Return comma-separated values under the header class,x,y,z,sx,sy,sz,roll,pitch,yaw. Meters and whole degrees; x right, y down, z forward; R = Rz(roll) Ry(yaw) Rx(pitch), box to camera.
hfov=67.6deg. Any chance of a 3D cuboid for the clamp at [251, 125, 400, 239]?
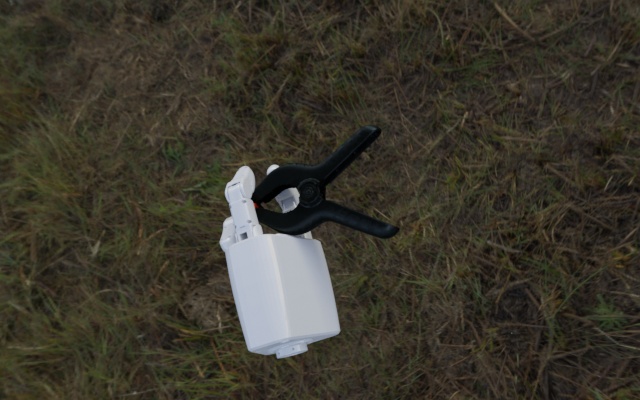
class,x,y,z,sx,sy,sz,roll,pitch,yaw
clamp,0.000,0.001,0.507,0.171,0.120,0.039,-21,-21,15
